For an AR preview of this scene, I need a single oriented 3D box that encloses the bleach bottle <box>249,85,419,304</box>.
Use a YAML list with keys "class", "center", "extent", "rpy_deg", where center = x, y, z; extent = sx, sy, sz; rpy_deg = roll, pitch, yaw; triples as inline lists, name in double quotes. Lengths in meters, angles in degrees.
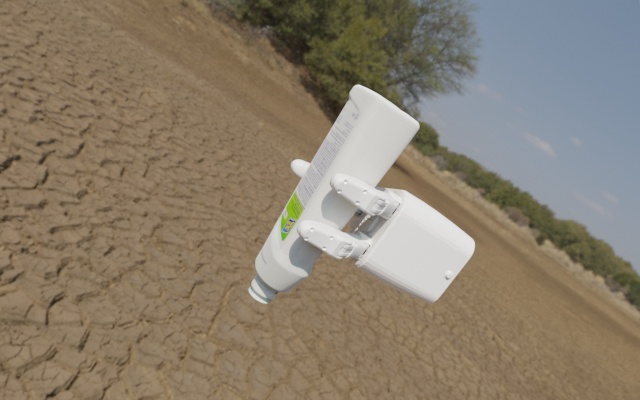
- class: "bleach bottle"
  center: [0.000, 0.002, 0.514]
  extent: [0.068, 0.251, 0.102]
  rpy_deg: [31, 12, -18]
